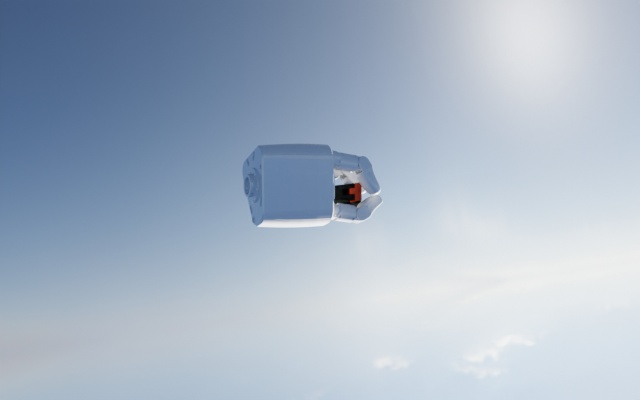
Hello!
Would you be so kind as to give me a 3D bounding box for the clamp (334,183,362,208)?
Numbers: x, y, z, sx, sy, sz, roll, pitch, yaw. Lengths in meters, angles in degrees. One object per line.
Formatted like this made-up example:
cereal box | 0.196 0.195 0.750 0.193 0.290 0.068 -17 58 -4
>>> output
clamp | 0.000 0.003 0.768 0.120 0.039 0.171 -1 -14 -26
